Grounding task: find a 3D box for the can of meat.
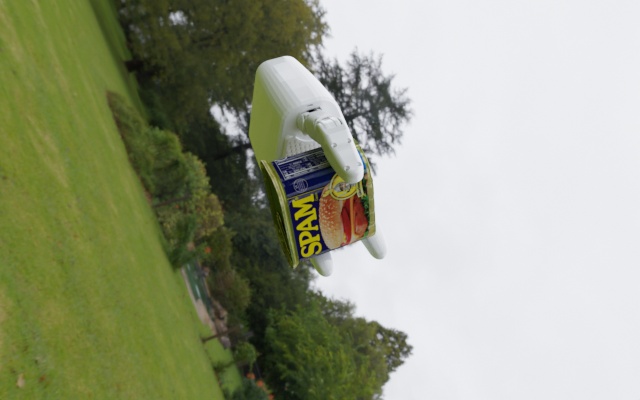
[{"bbox_3d":[0.000,0.001,0.427,0.084,0.102,0.057,-19,41,-13],"label":"can of meat"}]
